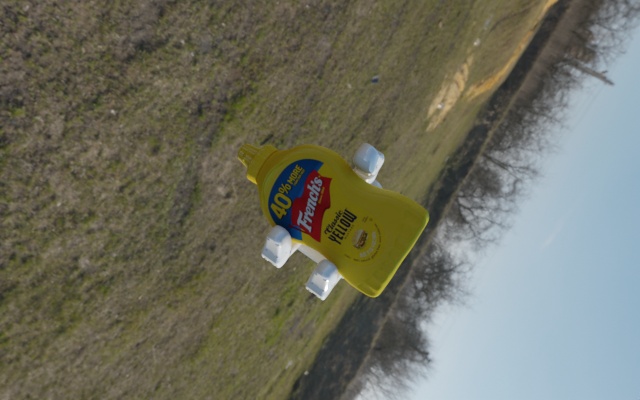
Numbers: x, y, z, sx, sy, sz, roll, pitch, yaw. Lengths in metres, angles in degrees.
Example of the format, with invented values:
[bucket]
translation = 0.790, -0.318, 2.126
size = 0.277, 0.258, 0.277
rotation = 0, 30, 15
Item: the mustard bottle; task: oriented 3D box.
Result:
[mustard bottle]
translation = 0.000, 0.002, 0.462
size = 0.191, 0.096, 0.058
rotation = 34, 20, 11
